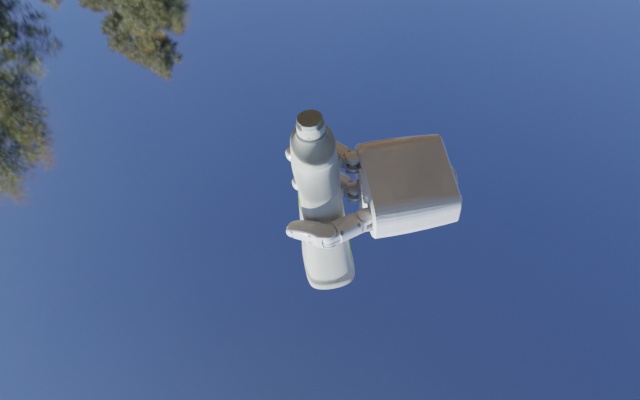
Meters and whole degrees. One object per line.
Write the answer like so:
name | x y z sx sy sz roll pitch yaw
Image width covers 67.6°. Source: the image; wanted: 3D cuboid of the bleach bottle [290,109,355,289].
bleach bottle | 0.000 0.002 0.588 0.068 0.102 0.251 -11 -41 -3
